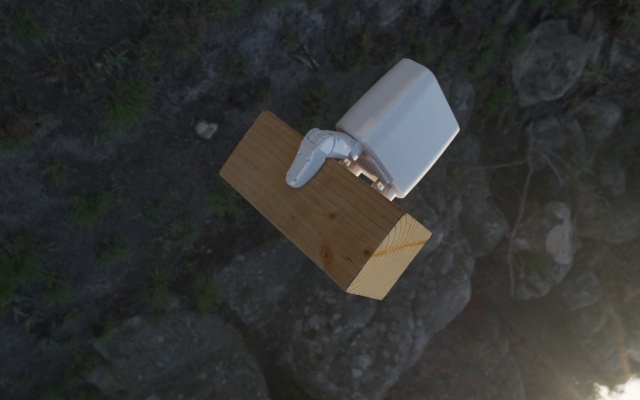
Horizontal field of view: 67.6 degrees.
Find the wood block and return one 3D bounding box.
[{"bbox_3d":[0.000,0.001,0.506,0.206,0.090,0.091,39,5,32],"label":"wood block"}]
